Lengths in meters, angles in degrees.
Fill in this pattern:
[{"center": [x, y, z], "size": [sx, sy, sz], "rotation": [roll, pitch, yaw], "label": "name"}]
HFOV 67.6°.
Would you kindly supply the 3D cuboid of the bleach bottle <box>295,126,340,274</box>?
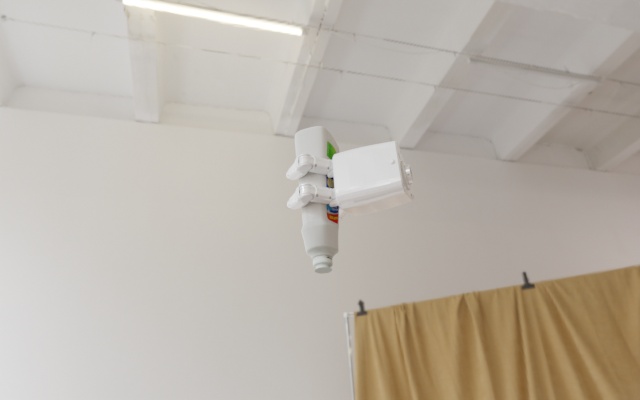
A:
[{"center": [0.000, 0.003, 0.807], "size": [0.068, 0.250, 0.103], "rotation": [-13, -30, 16], "label": "bleach bottle"}]
